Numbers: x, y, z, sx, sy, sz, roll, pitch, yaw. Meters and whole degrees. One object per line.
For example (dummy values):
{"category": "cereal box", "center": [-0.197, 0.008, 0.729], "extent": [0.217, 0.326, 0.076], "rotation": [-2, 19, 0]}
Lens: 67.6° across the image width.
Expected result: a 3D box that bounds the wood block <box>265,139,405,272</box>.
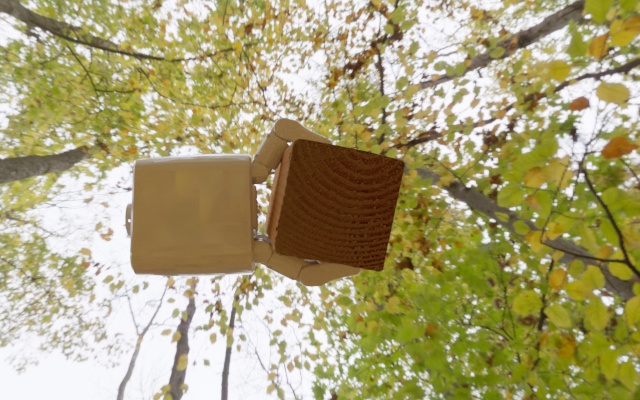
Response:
{"category": "wood block", "center": [0.000, 0.001, 0.463], "extent": [0.090, 0.091, 0.206], "rotation": [11, 0, -9]}
